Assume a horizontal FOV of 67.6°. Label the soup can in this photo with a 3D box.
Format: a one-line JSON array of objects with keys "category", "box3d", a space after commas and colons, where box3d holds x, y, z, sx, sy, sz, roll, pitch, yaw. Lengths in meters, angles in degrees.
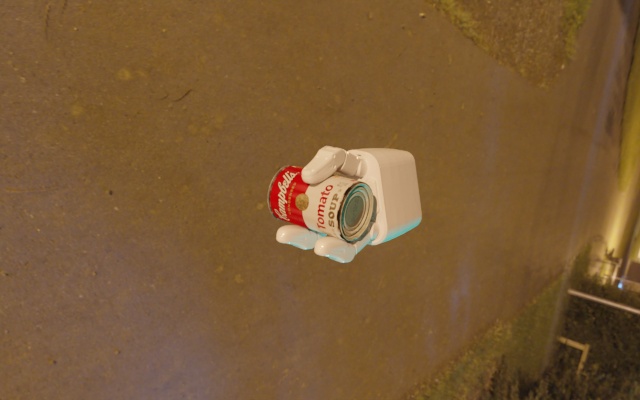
[{"category": "soup can", "box3d": [0.000, 0.002, 0.539, 0.102, 0.068, 0.068, 16, 9, 35]}]
